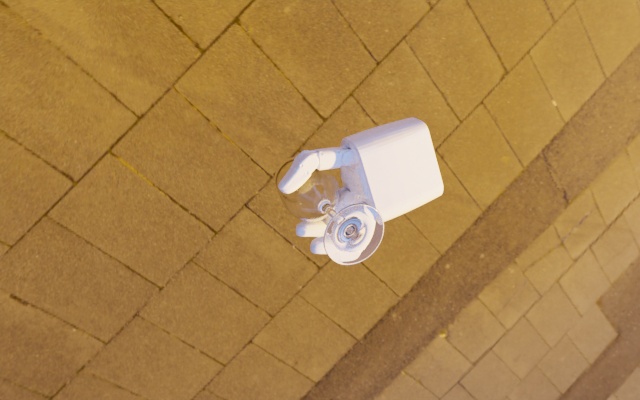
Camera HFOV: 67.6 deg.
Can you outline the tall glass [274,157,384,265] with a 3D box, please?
[{"bbox_3d":[0.000,0.002,0.607,0.079,0.079,0.201,0,21,-24],"label":"tall glass"}]
